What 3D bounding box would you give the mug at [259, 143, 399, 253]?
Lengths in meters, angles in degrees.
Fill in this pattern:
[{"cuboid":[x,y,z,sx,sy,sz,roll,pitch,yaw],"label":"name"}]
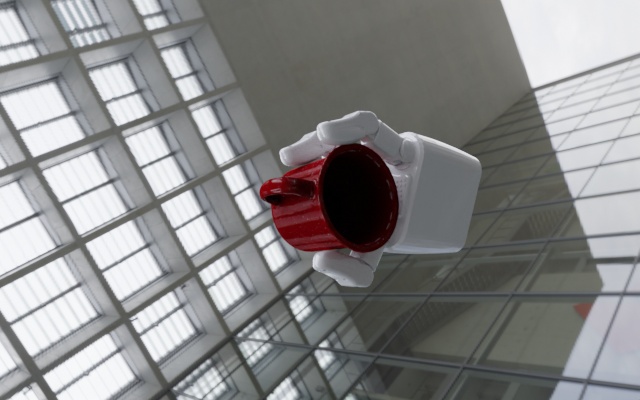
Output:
[{"cuboid":[-0.001,0.001,0.421,0.117,0.093,0.081,11,-15,-38],"label":"mug"}]
